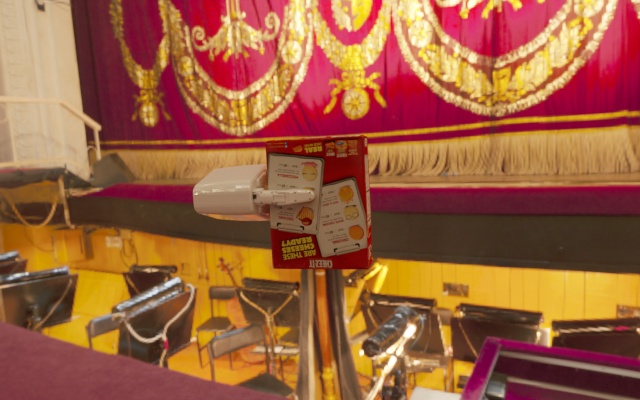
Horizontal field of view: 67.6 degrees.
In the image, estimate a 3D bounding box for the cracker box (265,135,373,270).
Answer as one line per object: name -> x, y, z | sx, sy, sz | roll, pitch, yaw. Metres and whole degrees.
cracker box -> 0.000, 0.002, 0.794 | 0.164, 0.214, 0.072 | -2, 7, 14
